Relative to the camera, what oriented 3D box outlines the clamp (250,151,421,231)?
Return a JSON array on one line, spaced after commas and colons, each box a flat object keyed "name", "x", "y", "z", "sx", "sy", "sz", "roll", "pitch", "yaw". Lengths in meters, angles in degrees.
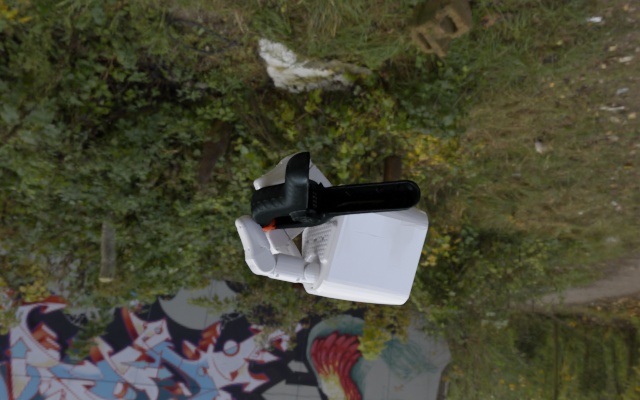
[{"name": "clamp", "x": 0.000, "y": 0.002, "z": 0.420, "sx": 0.120, "sy": 0.039, "sz": 0.171, "roll": 16, "pitch": -17, "yaw": -23}]
